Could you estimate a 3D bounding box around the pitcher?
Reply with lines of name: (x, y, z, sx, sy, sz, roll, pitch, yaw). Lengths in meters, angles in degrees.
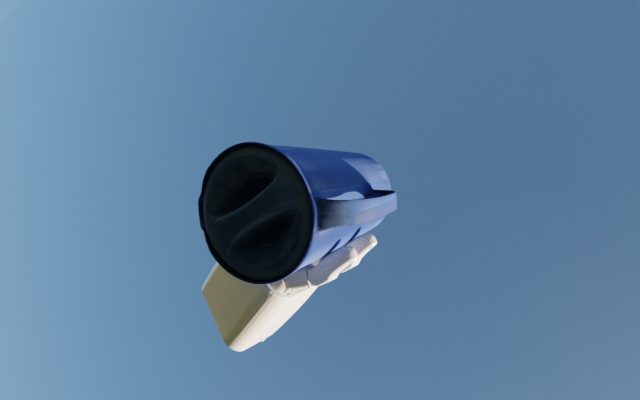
pitcher: (0.000, 0.002, 0.536, 0.149, 0.145, 0.243, 45, 25, 17)
